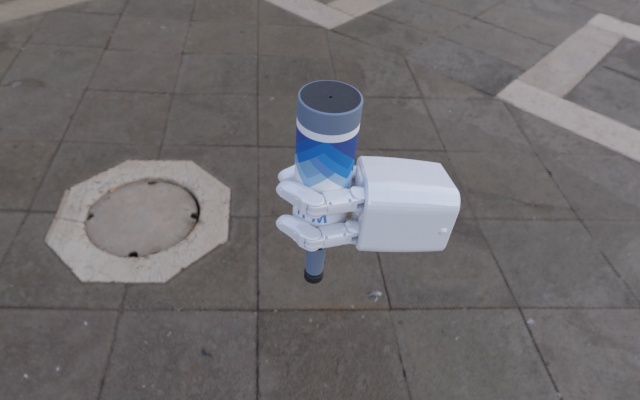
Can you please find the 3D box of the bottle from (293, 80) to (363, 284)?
[{"bbox_3d":[0.000,0.002,0.581,0.069,0.296,0.069,3,43,-3],"label":"bottle"}]
